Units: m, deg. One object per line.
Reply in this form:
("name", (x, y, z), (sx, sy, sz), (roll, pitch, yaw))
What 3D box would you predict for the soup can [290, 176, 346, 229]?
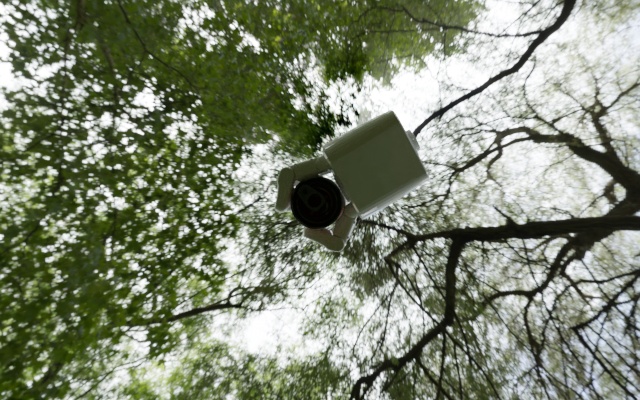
("soup can", (0.000, 0.002, 0.655), (0.068, 0.068, 0.102), (0, 1, 6))
